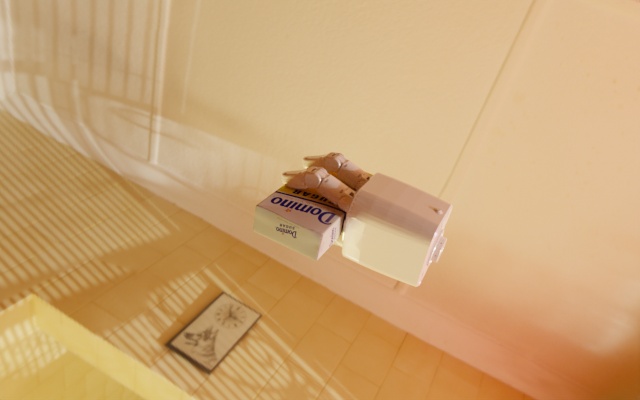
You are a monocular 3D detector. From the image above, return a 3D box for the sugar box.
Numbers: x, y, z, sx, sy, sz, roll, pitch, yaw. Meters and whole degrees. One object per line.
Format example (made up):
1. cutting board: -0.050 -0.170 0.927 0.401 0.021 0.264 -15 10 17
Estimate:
1. sugar box: 0.000 0.002 0.623 0.093 0.048 0.176 23 32 18
